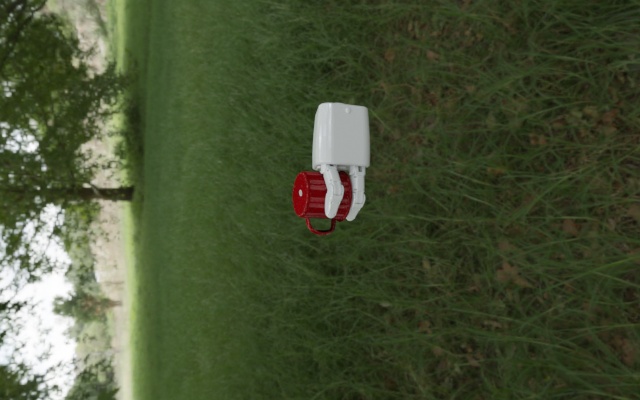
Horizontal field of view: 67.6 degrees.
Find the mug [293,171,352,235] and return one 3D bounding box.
[{"bbox_3d":[0.000,0.004,0.849,0.081,0.117,0.093,2,-4,-22],"label":"mug"}]
